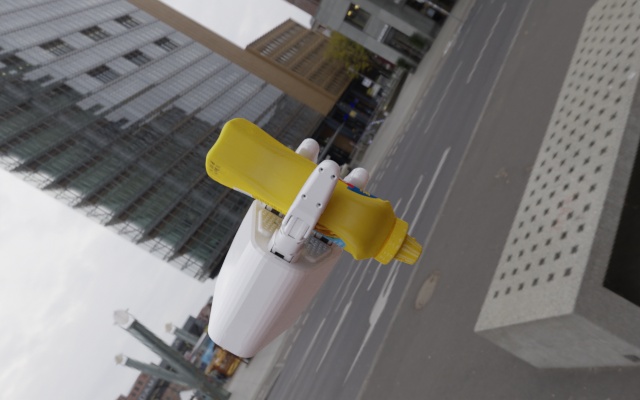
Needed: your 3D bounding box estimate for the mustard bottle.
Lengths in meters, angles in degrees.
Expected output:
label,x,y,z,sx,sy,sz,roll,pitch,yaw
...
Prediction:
label,x,y,z,sx,sy,sz,roll,pitch,yaw
mustard bottle,0.000,0.001,0.410,0.191,0.058,0.096,30,-5,-1
